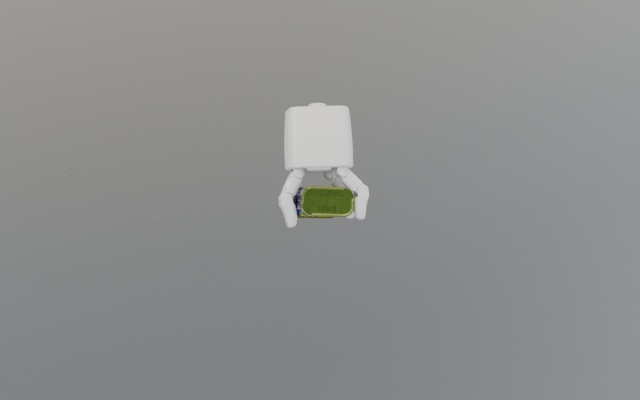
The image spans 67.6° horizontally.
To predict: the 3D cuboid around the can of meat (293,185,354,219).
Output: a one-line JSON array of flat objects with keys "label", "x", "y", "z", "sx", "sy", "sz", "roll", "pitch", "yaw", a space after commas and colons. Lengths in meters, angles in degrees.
[{"label": "can of meat", "x": 0.000, "y": 0.003, "z": 0.844, "sx": 0.102, "sy": 0.057, "sz": 0.084, "roll": 2, "pitch": -3, "yaw": -19}]
